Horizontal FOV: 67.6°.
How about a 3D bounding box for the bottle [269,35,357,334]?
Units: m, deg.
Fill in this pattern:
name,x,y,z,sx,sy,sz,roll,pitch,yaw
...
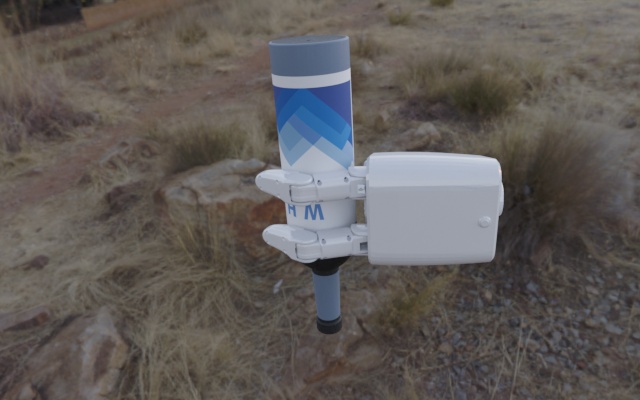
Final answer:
name,x,y,z,sx,sy,sz,roll,pitch,yaw
bottle,0.000,0.001,0.453,0.069,0.296,0.069,-3,24,2
